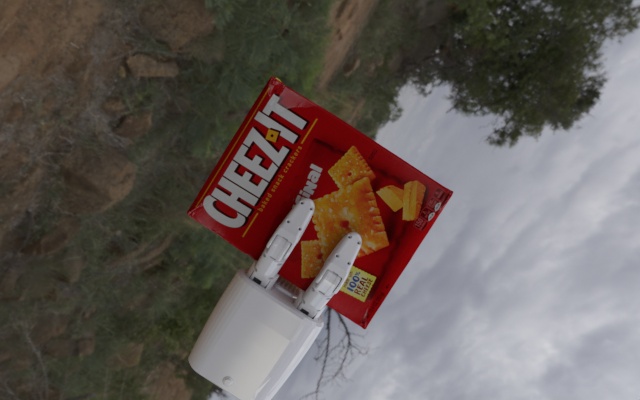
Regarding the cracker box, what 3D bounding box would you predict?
[{"bbox_3d":[0.000,0.002,0.490,0.213,0.164,0.072,33,5,0],"label":"cracker box"}]
